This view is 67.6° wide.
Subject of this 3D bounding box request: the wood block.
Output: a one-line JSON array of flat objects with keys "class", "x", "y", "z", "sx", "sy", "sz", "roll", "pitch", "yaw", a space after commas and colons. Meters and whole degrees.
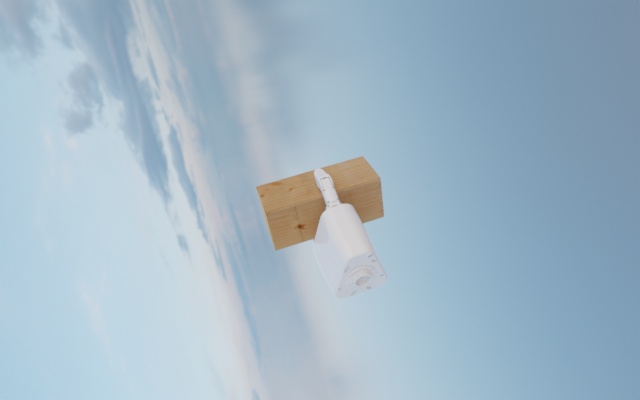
[{"class": "wood block", "x": 0.000, "y": 0.003, "z": 0.861, "sx": 0.206, "sy": 0.091, "sz": 0.090, "roll": -17, "pitch": 35, "yaw": -9}]
